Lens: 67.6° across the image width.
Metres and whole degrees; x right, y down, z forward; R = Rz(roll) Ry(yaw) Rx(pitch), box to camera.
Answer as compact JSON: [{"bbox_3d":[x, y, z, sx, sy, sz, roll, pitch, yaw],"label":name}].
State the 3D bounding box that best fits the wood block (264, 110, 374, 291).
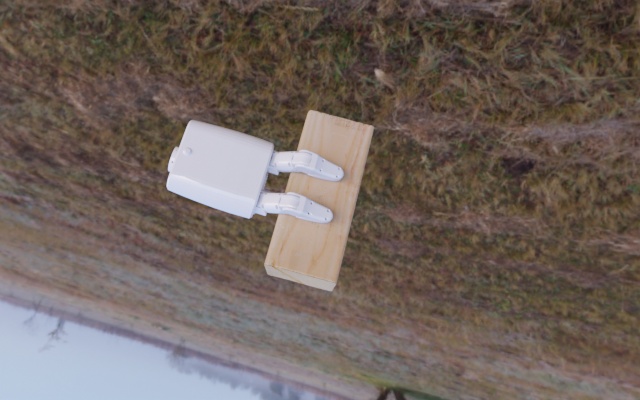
[{"bbox_3d":[0.000,0.002,0.621,0.090,0.206,0.091,15,-17,1],"label":"wood block"}]
